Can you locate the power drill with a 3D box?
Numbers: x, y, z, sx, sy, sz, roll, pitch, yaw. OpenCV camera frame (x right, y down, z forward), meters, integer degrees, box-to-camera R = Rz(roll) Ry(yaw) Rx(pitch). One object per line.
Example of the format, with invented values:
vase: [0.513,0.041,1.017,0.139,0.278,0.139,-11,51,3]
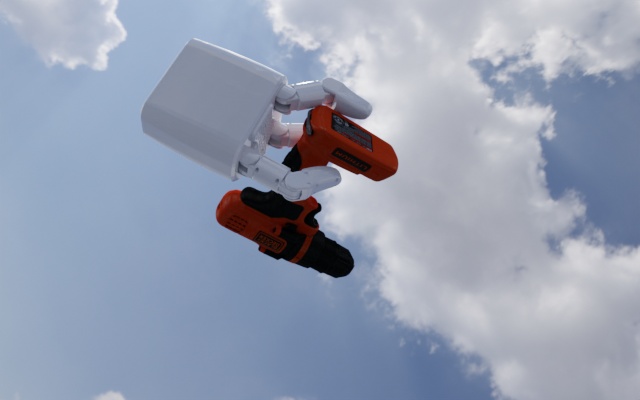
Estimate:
power drill: [0.000,0.001,0.534,0.184,0.188,0.057,27,33,-21]
